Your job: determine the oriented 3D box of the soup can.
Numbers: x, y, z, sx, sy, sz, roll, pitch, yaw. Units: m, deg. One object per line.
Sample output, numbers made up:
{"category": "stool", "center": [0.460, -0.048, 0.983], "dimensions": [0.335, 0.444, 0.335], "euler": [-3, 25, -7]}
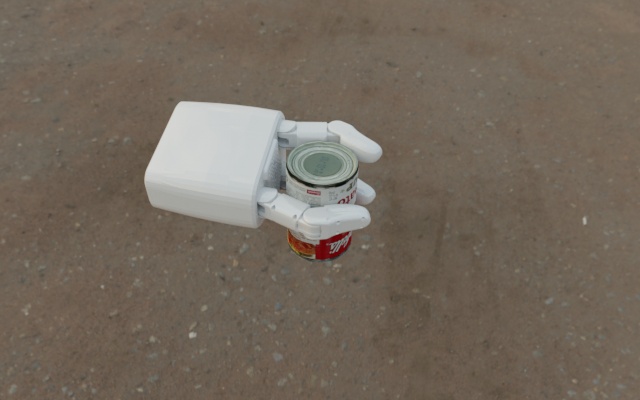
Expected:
{"category": "soup can", "center": [0.001, 0.001, 0.463], "dimensions": [0.068, 0.102, 0.068], "euler": [1, 43, -1]}
